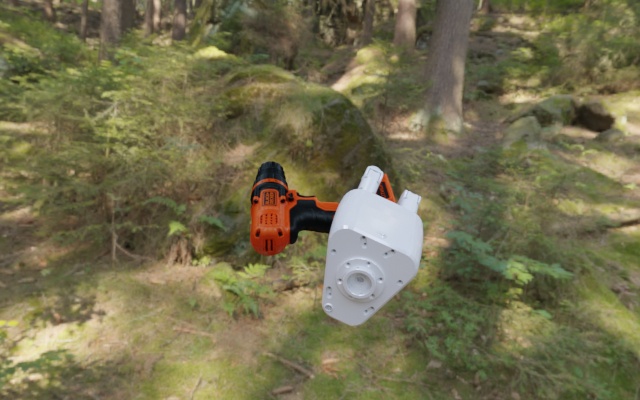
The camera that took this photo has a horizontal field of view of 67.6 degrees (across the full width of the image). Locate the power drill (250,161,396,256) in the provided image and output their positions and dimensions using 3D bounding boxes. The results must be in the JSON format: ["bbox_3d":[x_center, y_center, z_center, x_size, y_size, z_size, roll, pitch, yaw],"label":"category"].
[{"bbox_3d":[0.001,0.002,0.640,0.187,0.057,0.184,-2,36,-3],"label":"power drill"}]
